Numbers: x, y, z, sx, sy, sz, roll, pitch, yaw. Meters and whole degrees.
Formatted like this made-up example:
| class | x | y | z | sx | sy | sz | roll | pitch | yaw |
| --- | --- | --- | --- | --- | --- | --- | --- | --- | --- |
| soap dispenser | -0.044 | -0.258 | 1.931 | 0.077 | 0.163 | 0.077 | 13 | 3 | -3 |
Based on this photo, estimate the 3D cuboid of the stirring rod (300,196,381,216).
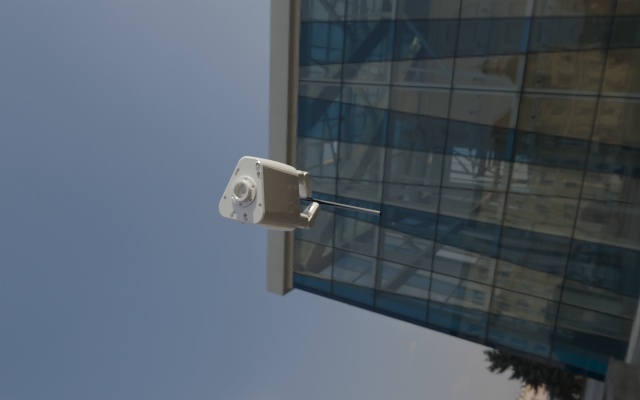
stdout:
| class | x | y | z | sx | sy | sz | roll | pitch | yaw |
| --- | --- | --- | --- | --- | --- | --- | --- | --- | --- |
| stirring rod | 0.000 | 0.003 | 0.882 | 0.239 | 0.011 | 0.011 | 11 | 5 | 29 |
